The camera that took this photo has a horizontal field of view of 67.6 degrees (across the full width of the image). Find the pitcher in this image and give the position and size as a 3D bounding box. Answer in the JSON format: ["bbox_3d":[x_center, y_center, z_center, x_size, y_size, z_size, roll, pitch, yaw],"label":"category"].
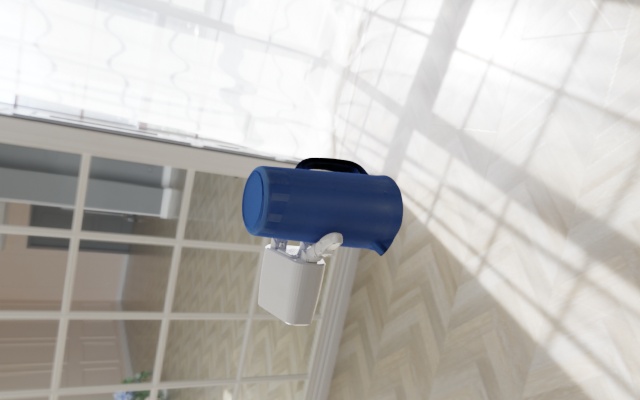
[{"bbox_3d":[0.000,0.003,0.783,0.243,0.145,0.149,7,9,-28],"label":"pitcher"}]
